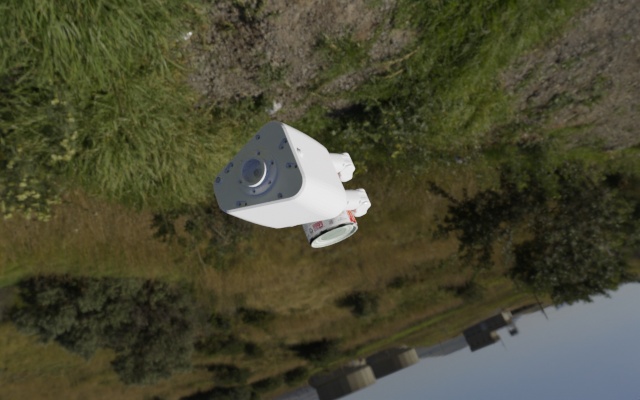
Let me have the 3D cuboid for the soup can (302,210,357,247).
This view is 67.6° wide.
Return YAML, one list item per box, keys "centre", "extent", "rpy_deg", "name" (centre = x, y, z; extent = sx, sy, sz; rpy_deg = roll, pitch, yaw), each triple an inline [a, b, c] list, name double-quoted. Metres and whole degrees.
- centre: [0.000, 0.002, 0.629]
  extent: [0.068, 0.102, 0.068]
  rpy_deg: [-20, -19, -7]
  name: "soup can"
